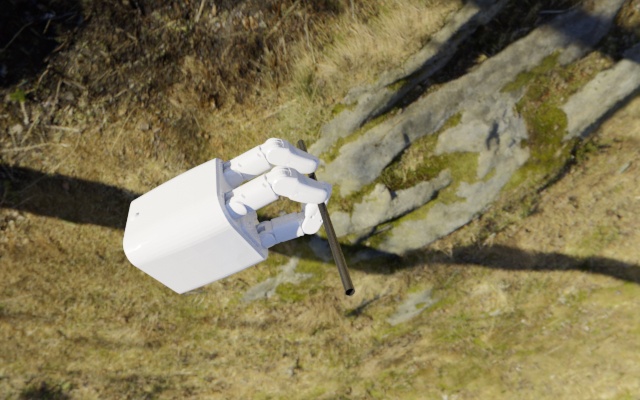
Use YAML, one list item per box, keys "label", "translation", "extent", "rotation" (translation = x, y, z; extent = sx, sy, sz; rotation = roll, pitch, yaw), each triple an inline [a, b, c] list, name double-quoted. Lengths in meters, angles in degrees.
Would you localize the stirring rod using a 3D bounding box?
- label: "stirring rod"
  translation: [0.000, 0.002, 0.466]
  extent: [0.011, 0.011, 0.239]
  rotation: [0, 36, -14]
